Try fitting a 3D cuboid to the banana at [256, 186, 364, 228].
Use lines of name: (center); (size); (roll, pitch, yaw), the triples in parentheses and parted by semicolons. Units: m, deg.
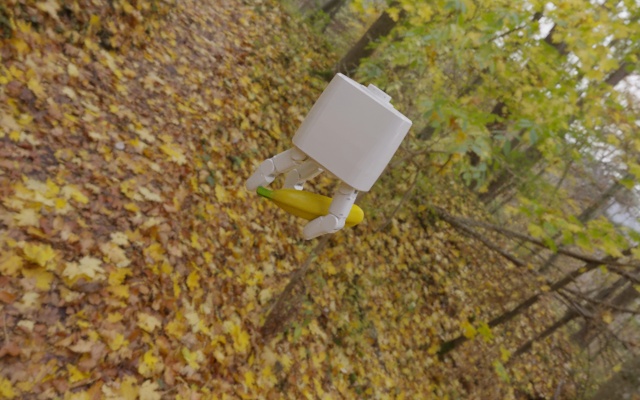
banana: (0.007, 0.010, 0.677); (0.198, 0.037, 0.069); (17, 17, -41)
